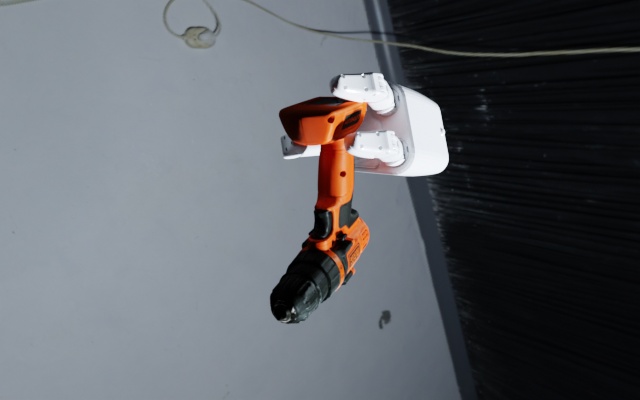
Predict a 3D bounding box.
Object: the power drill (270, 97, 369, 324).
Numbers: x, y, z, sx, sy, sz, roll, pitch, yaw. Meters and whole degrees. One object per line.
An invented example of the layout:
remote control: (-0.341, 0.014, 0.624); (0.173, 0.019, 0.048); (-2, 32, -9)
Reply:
power drill: (0.000, 0.001, 0.457); (0.057, 0.188, 0.184); (8, 23, 20)
